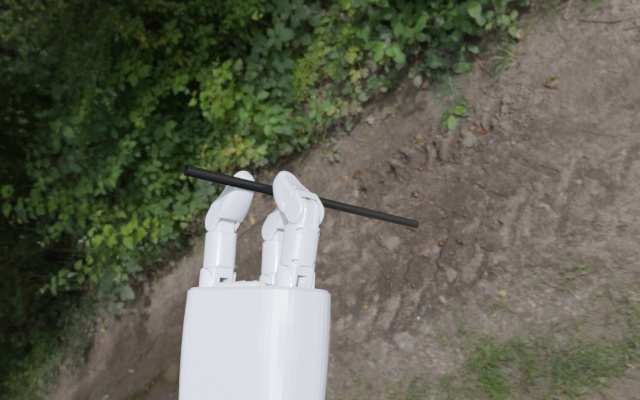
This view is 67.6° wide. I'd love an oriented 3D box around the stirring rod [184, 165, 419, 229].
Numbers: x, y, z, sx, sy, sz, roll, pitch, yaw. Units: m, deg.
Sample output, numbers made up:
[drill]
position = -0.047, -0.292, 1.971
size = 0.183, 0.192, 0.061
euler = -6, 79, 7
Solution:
[stirring rod]
position = 0.000, 0.001, 0.408
size = 0.239, 0.011, 0.011
euler = 13, -8, -35
